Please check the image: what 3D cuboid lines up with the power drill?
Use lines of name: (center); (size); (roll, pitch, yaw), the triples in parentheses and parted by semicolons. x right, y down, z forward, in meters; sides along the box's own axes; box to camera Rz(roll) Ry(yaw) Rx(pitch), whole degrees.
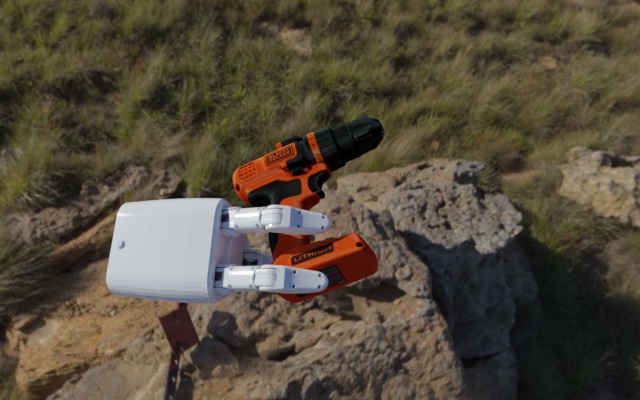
power drill: (0.000, 0.002, 0.508); (0.184, 0.187, 0.057); (-24, -43, 9)
